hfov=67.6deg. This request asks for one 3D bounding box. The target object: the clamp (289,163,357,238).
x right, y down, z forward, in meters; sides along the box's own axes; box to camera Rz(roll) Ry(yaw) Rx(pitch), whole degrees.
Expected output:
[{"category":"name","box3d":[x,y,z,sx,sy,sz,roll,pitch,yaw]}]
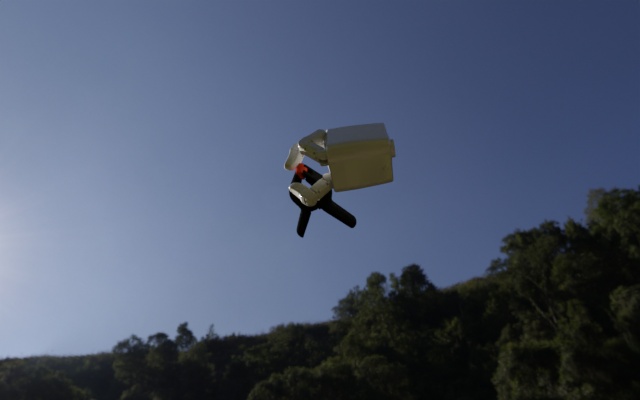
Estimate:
[{"category":"clamp","box3d":[0.000,0.002,0.891,0.120,0.172,0.039,-9,44,4]}]
